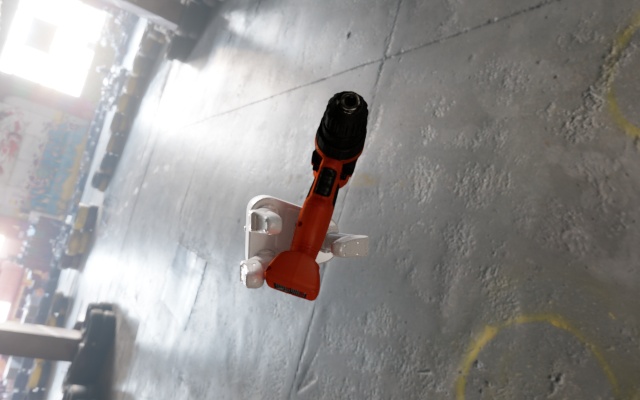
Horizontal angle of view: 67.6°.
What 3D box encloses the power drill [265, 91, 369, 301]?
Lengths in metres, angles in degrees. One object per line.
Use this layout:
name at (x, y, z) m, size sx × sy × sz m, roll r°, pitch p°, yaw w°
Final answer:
power drill at (0.000, 0.002, 0.488) m, size 0.057 × 0.187 × 0.184 m, roll 19°, pitch -19°, yaw 4°
